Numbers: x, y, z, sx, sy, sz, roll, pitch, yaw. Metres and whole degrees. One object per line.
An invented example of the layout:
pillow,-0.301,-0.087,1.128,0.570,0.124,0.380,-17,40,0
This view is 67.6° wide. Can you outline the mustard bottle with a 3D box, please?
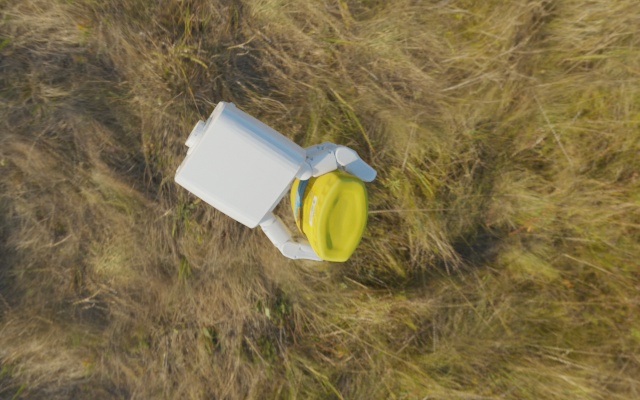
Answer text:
mustard bottle,0.000,0.002,0.599,0.058,0.096,0.191,7,11,-16
